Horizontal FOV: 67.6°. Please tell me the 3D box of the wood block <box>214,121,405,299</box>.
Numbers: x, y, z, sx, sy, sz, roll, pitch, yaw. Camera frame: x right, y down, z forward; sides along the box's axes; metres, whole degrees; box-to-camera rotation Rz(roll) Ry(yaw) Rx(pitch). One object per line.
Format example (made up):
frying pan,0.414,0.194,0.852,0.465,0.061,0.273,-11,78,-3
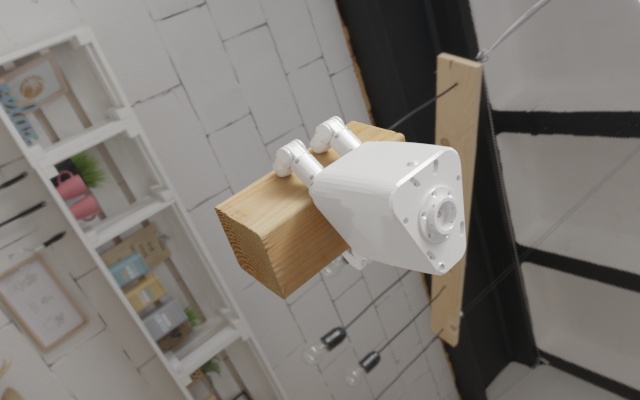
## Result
wood block,0.001,0.002,0.539,0.206,0.091,0.090,-35,38,-27
